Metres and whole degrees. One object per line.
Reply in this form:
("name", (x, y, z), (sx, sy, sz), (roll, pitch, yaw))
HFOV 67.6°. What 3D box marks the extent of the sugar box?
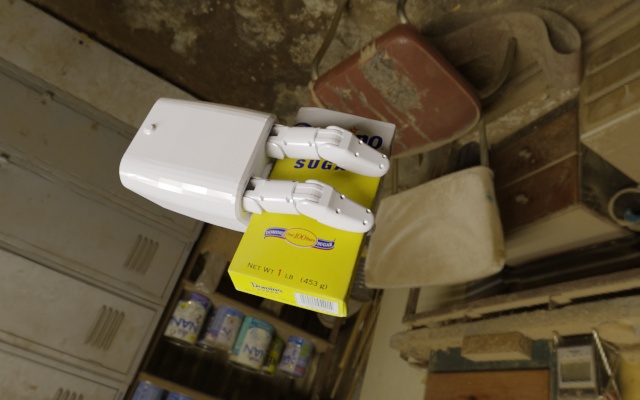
("sugar box", (0.000, 0.001, 0.405), (0.093, 0.176, 0.048), (13, -29, 10))
